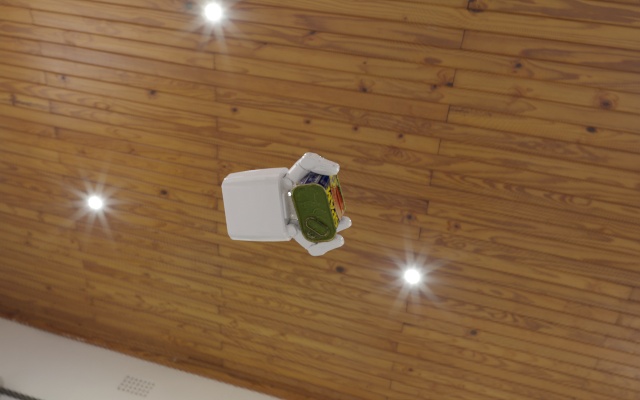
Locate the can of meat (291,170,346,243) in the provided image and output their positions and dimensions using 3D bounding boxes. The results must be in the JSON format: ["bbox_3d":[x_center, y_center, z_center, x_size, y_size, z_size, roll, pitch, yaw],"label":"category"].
[{"bbox_3d":[0.000,0.002,0.765,0.057,0.102,0.084,-6,25,19],"label":"can of meat"}]
